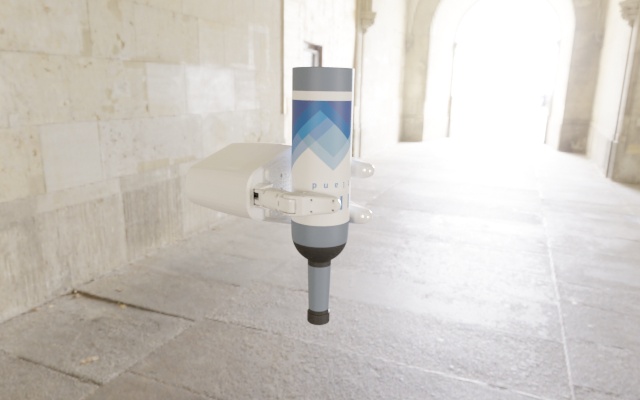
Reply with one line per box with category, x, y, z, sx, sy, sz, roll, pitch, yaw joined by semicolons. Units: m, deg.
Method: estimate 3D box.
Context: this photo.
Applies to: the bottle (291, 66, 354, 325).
bottle;0.000;0.002;0.543;0.069;0.296;0.069;1;13;0
